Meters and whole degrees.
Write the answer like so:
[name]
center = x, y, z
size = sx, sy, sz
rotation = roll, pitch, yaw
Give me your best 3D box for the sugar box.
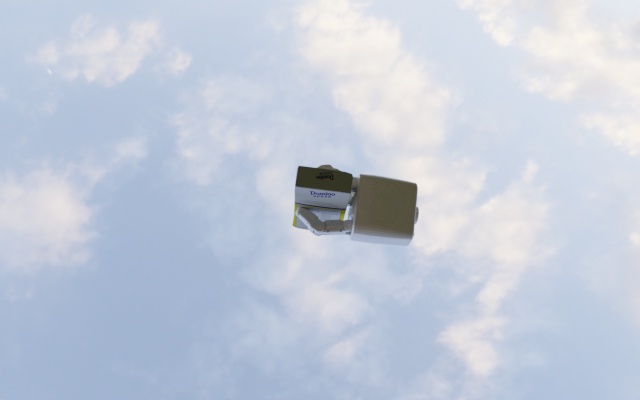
[sugar box]
center = 0.000, 0.002, 0.842
size = 0.093, 0.048, 0.176
rotation = 8, -28, -2
